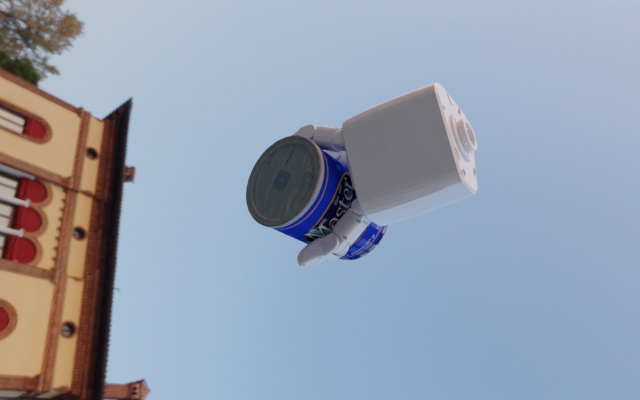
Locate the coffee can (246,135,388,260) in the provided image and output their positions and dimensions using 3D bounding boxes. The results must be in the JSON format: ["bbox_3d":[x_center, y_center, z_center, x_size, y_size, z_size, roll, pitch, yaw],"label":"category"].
[{"bbox_3d":[0.000,0.002,0.547,0.103,0.102,0.140,0,-20,39],"label":"coffee can"}]
